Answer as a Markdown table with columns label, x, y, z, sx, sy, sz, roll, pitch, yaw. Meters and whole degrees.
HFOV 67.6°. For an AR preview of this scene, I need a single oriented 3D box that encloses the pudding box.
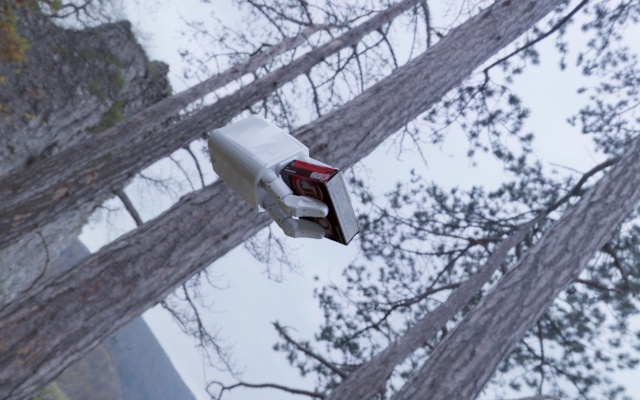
| label | x | y | z | sx | sy | sz | roll | pitch | yaw |
| --- | --- | --- | --- | --- | --- | --- | --- | --- | --- |
| pudding box | 0.000 | 0.002 | 0.670 | 0.090 | 0.114 | 0.039 | 18 | 51 | 43 |
